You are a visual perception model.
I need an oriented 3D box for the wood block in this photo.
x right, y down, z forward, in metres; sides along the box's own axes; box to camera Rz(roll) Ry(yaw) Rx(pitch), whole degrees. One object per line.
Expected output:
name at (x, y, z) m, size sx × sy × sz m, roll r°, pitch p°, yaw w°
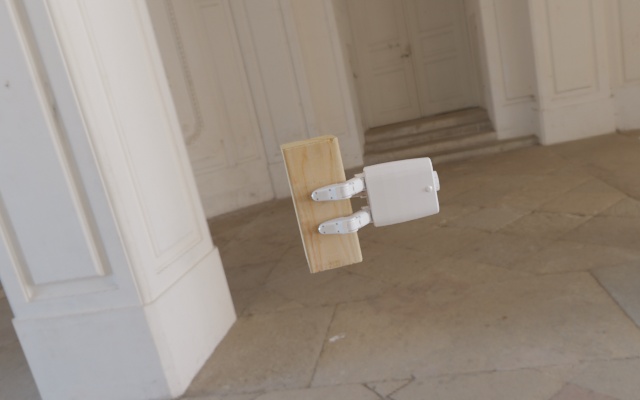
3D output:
wood block at (0.000, 0.002, 0.794) m, size 0.090 × 0.206 × 0.091 m, roll -13°, pitch 12°, yaw -3°
